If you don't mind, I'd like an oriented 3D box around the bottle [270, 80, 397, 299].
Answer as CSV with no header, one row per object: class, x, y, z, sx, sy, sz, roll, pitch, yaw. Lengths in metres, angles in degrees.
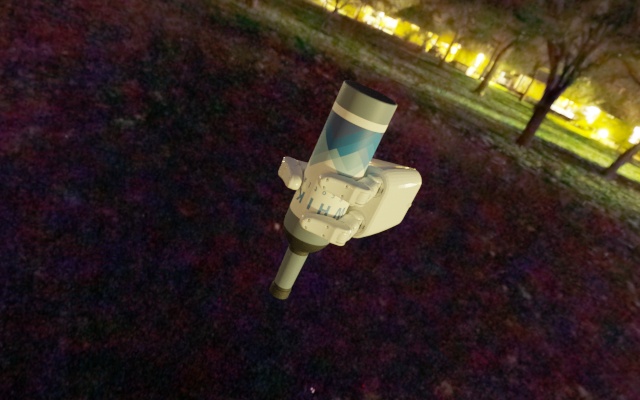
bottle,0.000,0.002,0.595,0.069,0.296,0.069,21,22,-9
